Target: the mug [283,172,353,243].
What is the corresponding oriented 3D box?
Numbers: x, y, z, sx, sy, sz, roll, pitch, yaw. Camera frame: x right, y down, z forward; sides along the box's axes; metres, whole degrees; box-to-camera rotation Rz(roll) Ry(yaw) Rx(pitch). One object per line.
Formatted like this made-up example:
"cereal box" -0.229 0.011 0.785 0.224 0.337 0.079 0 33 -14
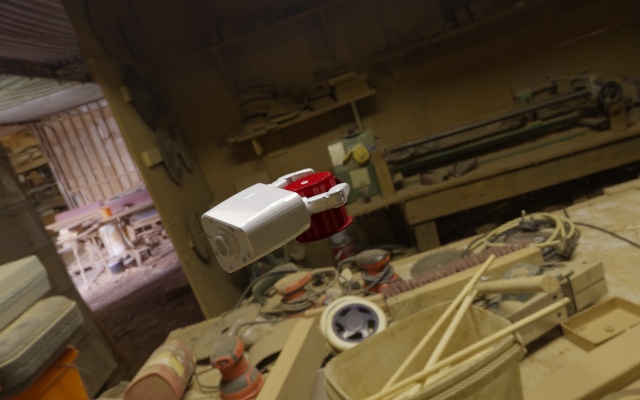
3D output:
"mug" 0.001 0.002 0.732 0.093 0.081 0.117 -5 20 48
